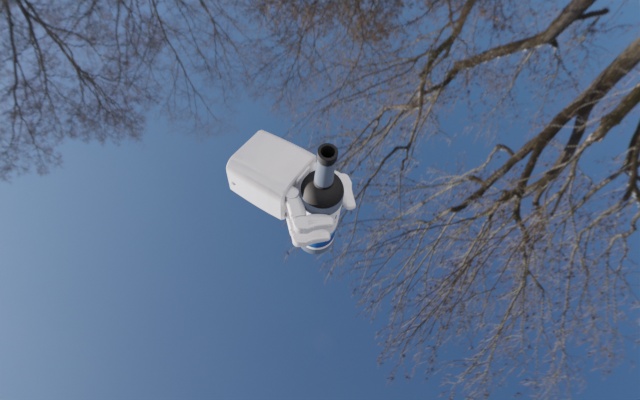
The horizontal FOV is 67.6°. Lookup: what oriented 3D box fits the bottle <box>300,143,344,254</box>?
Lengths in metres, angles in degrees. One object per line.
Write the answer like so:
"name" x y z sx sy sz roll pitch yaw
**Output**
"bottle" 0.000 0.003 0.748 0.069 0.069 0.296 0 -26 -4
